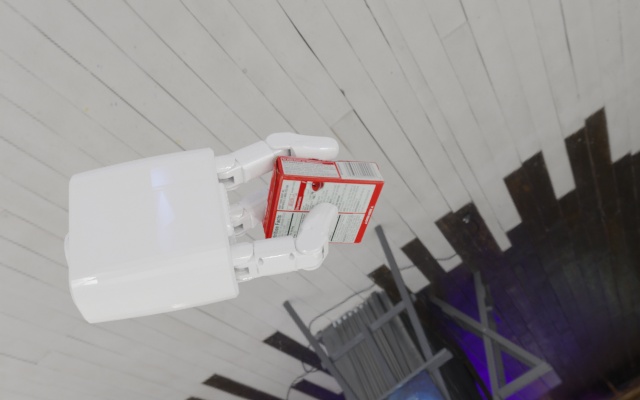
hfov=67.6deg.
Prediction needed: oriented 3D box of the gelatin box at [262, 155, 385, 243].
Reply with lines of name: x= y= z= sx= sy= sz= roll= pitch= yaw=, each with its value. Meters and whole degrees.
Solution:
gelatin box: x=0.000 y=0.002 z=0.402 sx=0.089 sy=0.073 sz=0.030 roll=2 pitch=41 yaw=-16
